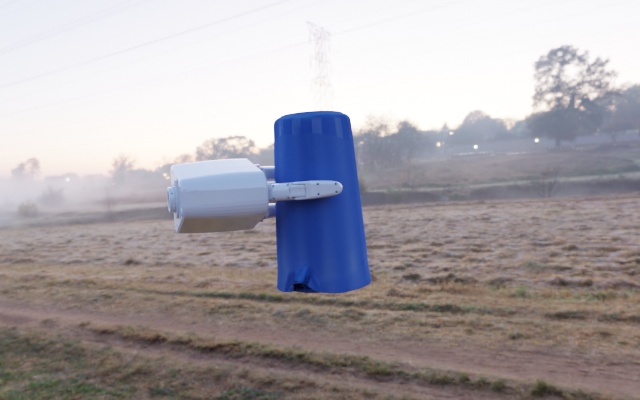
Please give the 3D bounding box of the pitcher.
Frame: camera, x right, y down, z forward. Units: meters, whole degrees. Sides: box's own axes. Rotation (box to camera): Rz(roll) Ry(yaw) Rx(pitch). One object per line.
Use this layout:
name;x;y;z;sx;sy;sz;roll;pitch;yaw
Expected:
pitcher;0.000;0.002;0.677;0.145;0.243;0.149;-5;3;-21
